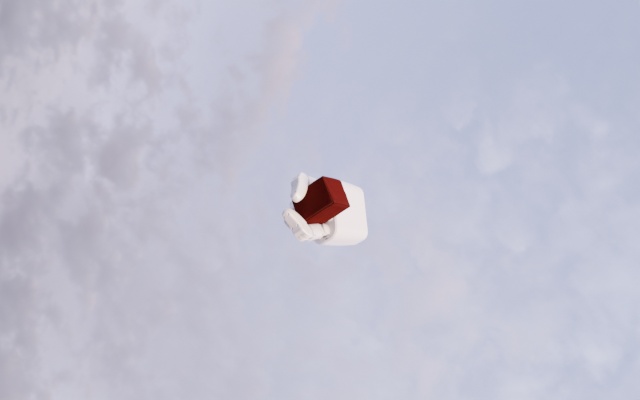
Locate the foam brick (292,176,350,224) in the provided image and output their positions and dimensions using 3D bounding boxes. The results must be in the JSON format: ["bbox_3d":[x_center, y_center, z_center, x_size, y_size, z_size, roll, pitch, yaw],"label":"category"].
[{"bbox_3d":[0.000,0.003,0.794,0.078,0.053,0.051,-33,-26,31],"label":"foam brick"}]
